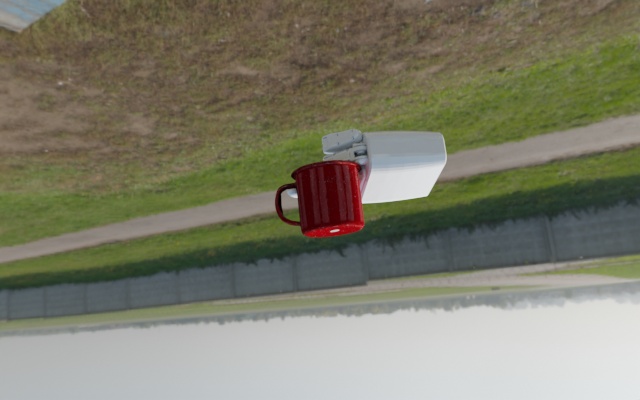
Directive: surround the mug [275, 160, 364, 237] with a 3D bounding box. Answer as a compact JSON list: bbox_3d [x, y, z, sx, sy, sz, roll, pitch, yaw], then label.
[{"bbox_3d":[-0.001,0.002,0.614,0.117,0.081,0.093,-5,-13,-6],"label":"mug"}]
